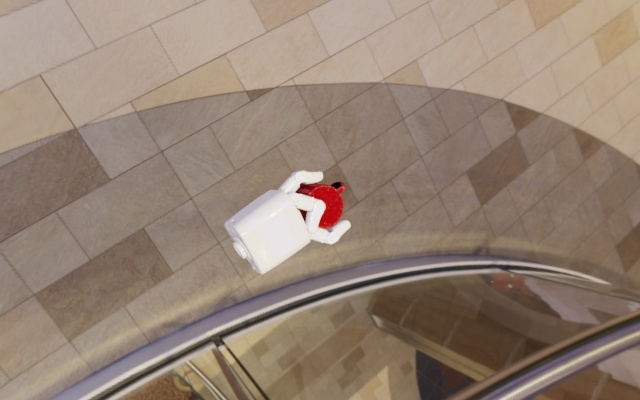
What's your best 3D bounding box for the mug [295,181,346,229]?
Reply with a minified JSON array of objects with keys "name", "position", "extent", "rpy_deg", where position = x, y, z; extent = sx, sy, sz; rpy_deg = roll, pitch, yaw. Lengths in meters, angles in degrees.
[{"name":"mug","position":[0.001,0.002,0.898],"extent":[0.117,0.093,0.081],"rpy_deg":[-36,17,-19]}]
